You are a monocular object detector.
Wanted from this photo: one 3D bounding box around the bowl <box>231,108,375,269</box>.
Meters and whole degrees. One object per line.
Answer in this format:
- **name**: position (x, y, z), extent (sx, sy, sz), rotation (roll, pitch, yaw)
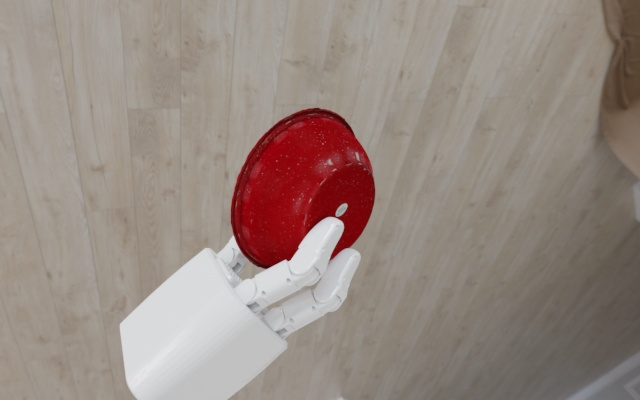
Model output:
- **bowl**: position (0.001, 0.000, 0.436), extent (0.055, 0.162, 0.162), rotation (27, 18, 39)
